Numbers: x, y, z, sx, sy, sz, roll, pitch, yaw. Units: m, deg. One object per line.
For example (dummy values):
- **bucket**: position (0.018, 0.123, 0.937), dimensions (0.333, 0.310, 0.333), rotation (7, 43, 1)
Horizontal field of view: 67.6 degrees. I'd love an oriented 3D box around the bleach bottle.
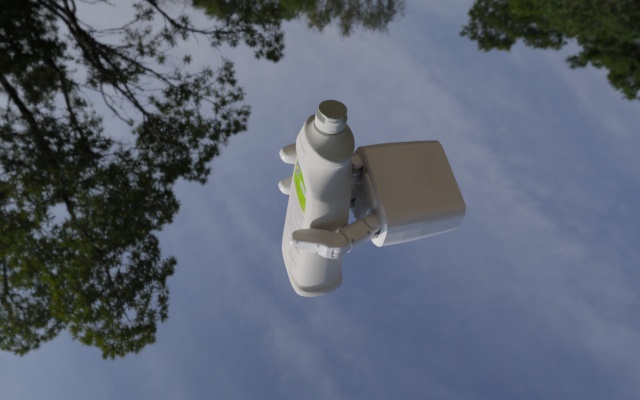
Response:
- **bleach bottle**: position (0.000, 0.002, 0.539), dimensions (0.068, 0.102, 0.251), rotation (-10, -39, -17)
